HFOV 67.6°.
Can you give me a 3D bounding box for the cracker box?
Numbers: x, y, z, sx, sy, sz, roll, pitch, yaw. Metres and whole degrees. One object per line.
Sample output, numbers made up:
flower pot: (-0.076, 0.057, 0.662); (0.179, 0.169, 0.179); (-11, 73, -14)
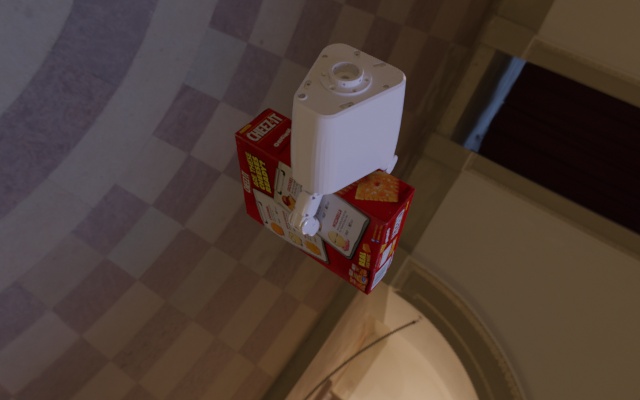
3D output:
cracker box: (0.000, 0.002, 0.603); (0.213, 0.072, 0.164); (32, -33, 20)
